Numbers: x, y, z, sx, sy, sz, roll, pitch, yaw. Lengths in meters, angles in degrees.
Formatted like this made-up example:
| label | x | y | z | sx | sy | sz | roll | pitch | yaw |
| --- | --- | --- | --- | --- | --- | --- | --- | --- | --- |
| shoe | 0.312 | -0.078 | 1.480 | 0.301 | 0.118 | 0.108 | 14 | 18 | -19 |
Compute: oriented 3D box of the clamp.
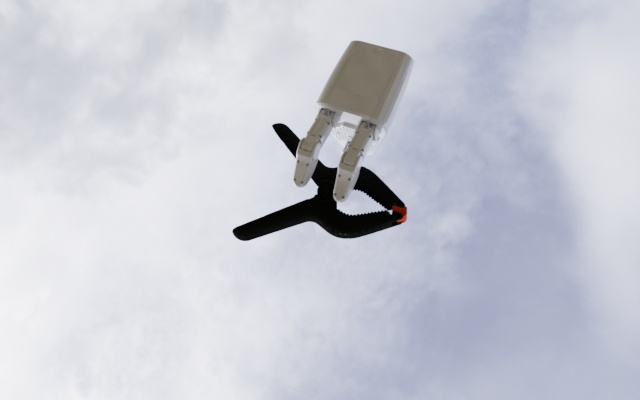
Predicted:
| label | x | y | z | sx | sy | sz | roll | pitch | yaw |
| --- | --- | --- | --- | --- | --- | --- | --- | --- | --- |
| clamp | 0.001 | 0.002 | 0.593 | 0.210 | 0.164 | 0.036 | 21 | -14 | 16 |
